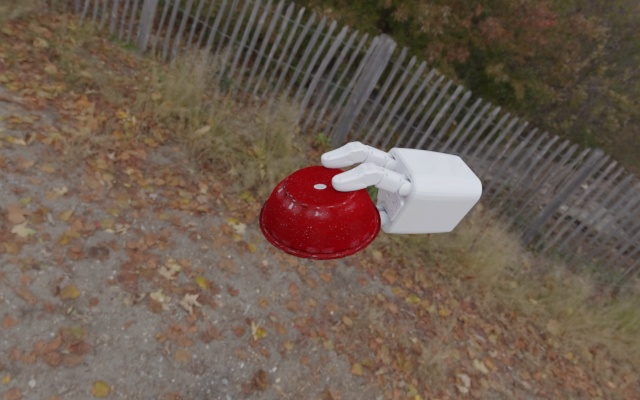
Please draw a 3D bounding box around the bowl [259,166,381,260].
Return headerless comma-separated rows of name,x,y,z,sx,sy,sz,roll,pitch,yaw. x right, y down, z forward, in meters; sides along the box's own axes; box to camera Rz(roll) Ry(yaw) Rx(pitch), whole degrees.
bowl,-0.001,0.002,0.614,0.162,0.055,0.162,1,37,-1
